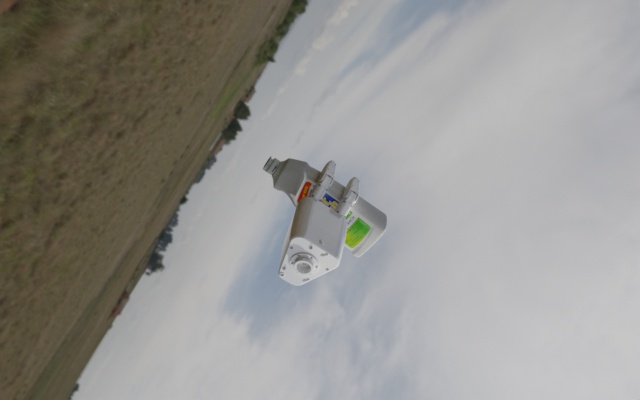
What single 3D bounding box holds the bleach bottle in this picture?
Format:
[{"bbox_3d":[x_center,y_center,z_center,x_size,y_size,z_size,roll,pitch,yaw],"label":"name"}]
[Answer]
[{"bbox_3d":[0.000,0.003,0.900,0.251,0.103,0.068,33,32,-14],"label":"bleach bottle"}]
